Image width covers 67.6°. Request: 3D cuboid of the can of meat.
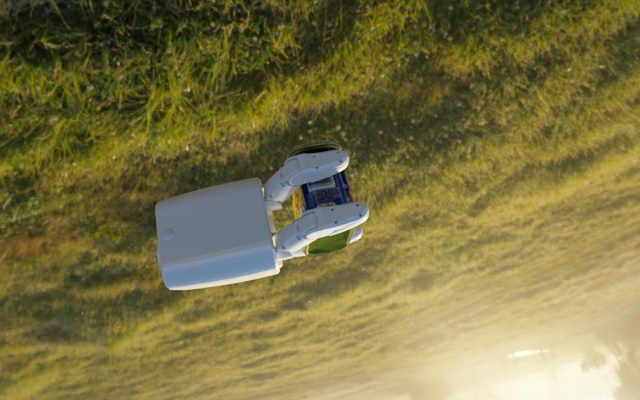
[{"bbox_3d":[0.000,0.002,0.501,0.057,0.084,0.102,-9,-27,-10],"label":"can of meat"}]
